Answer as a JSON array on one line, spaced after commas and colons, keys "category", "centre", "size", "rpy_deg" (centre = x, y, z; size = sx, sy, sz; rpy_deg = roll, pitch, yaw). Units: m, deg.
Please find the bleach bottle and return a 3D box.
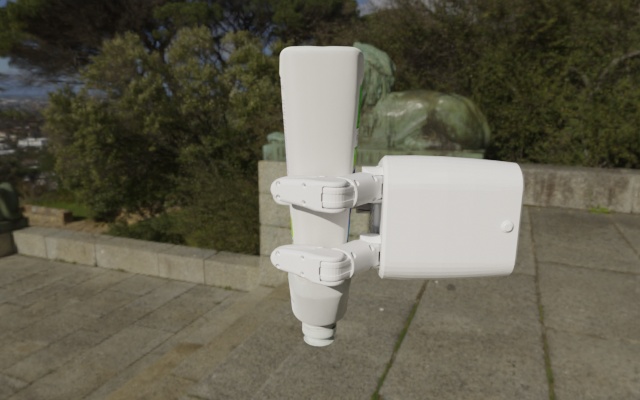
[{"category": "bleach bottle", "centre": [0.000, 0.001, 0.413], "size": [0.068, 0.251, 0.102], "rpy_deg": [1, 14, 1]}]
